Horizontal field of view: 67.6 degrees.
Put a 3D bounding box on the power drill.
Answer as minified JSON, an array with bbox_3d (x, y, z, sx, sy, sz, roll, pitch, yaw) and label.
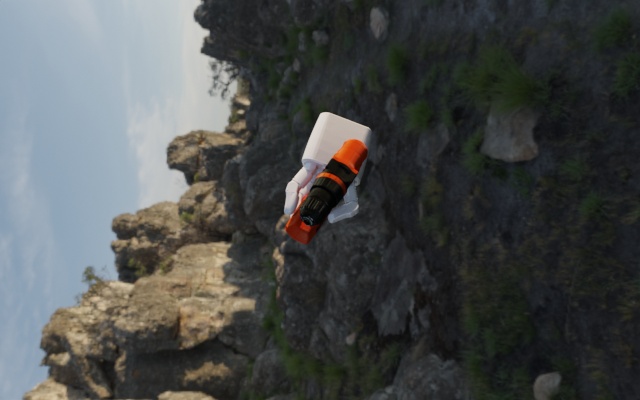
[{"bbox_3d":[0.000,0.003,0.807,0.057,0.184,0.188,37,-35,0],"label":"power drill"}]
